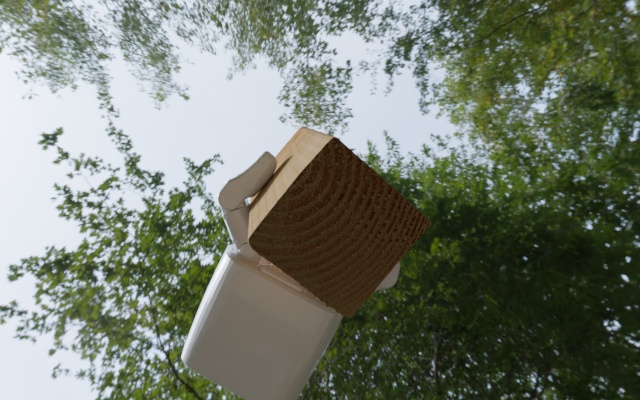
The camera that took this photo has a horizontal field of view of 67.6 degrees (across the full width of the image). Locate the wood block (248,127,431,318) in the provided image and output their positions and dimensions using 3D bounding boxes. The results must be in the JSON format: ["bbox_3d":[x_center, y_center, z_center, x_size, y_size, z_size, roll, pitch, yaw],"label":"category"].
[{"bbox_3d":[0.000,0.001,0.407,0.091,0.090,0.206,39,3,-13],"label":"wood block"}]
